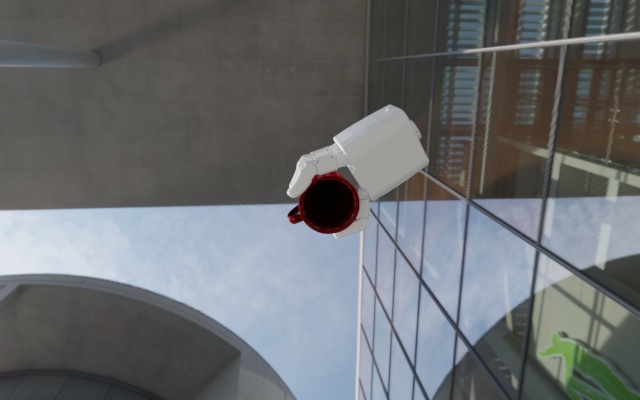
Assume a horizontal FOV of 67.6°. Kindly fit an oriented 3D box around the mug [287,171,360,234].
[{"bbox_3d":[-0.001,0.003,0.761,0.117,0.093,0.081,-30,16,4],"label":"mug"}]
